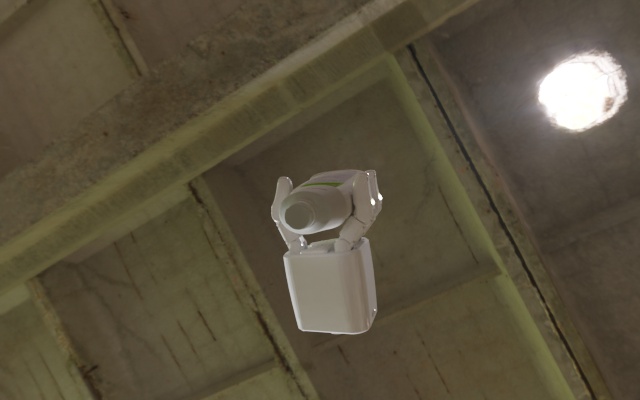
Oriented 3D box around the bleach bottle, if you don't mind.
[{"bbox_3d":[0.000,0.002,0.631,0.102,0.068,0.251,-7,6,16],"label":"bleach bottle"}]
